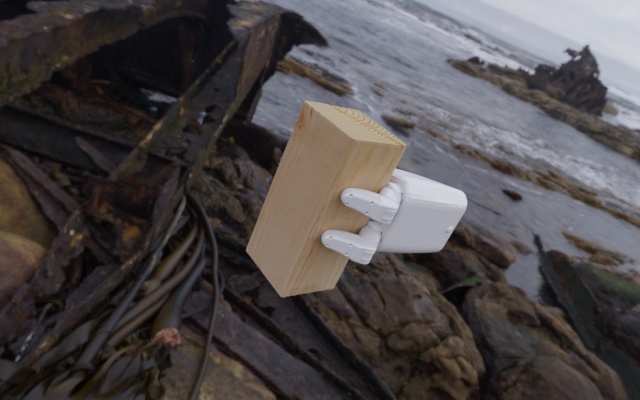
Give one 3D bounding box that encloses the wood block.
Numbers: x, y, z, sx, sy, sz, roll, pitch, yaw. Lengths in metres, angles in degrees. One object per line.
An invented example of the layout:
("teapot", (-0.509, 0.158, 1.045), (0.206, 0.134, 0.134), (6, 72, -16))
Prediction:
("wood block", (0.000, 0.002, 0.558), (0.090, 0.206, 0.090), (0, 34, -42))
